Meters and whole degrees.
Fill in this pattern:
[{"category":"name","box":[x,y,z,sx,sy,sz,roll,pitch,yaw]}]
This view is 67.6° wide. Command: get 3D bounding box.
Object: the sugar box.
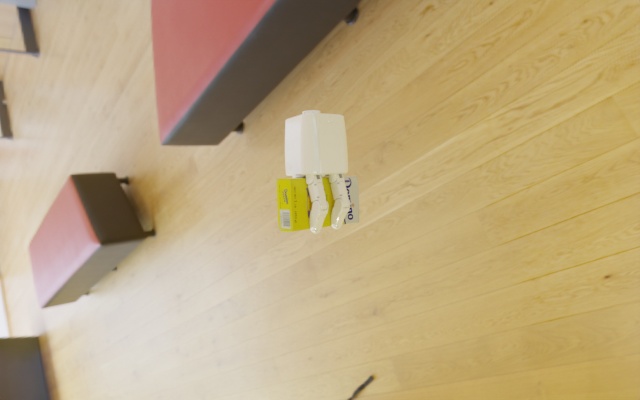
[{"category":"sugar box","box":[0.000,0.003,0.879,0.176,0.093,0.048,-6,5,-42]}]
